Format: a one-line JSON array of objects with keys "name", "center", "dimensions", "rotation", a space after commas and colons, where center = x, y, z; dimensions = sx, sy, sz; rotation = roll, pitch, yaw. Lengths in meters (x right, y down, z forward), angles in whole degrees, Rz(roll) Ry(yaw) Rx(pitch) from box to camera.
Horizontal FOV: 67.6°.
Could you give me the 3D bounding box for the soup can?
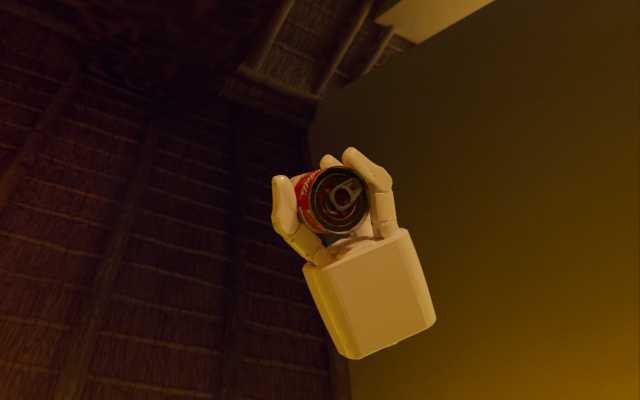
[{"name": "soup can", "center": [0.000, 0.001, 0.511], "dimensions": [0.068, 0.068, 0.102], "rotation": [0, -3, -24]}]
